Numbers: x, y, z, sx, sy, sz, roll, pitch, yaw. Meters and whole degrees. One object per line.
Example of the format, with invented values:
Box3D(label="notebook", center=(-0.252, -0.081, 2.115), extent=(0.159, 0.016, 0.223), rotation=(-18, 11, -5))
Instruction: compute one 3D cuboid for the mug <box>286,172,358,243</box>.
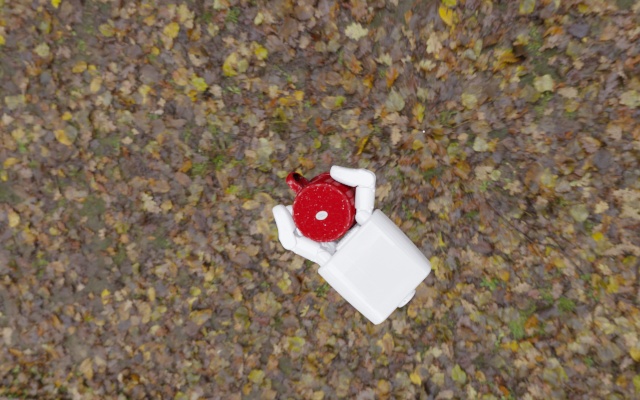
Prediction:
Box3D(label="mug", center=(-0.001, 0.001, 0.655), extent=(0.117, 0.093, 0.081), rotation=(43, 14, 2))
